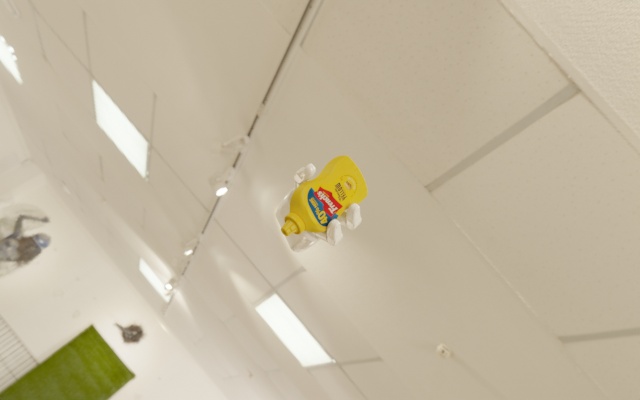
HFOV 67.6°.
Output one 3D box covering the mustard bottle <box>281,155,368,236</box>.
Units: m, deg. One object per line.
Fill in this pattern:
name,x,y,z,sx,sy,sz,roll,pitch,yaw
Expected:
mustard bottle,0.000,0.003,0.877,0.191,0.096,0.058,-39,22,-30
